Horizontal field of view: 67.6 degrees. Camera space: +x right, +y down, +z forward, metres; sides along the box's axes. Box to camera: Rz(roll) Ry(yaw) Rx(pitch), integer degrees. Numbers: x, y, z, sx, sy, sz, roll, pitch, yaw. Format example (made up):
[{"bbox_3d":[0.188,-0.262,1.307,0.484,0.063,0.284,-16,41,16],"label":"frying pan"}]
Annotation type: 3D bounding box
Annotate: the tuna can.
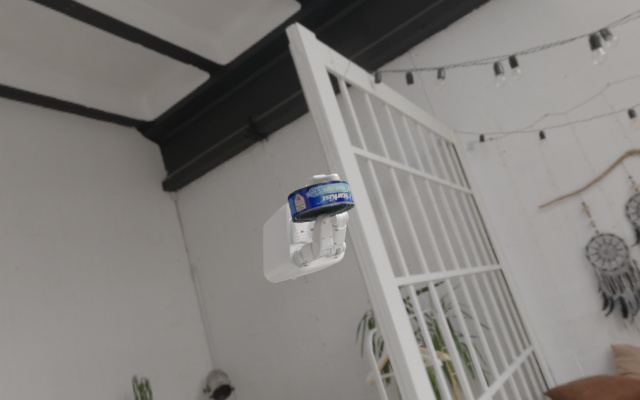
[{"bbox_3d":[0.000,0.002,0.634,0.086,0.033,0.086,-14,-11,-3],"label":"tuna can"}]
